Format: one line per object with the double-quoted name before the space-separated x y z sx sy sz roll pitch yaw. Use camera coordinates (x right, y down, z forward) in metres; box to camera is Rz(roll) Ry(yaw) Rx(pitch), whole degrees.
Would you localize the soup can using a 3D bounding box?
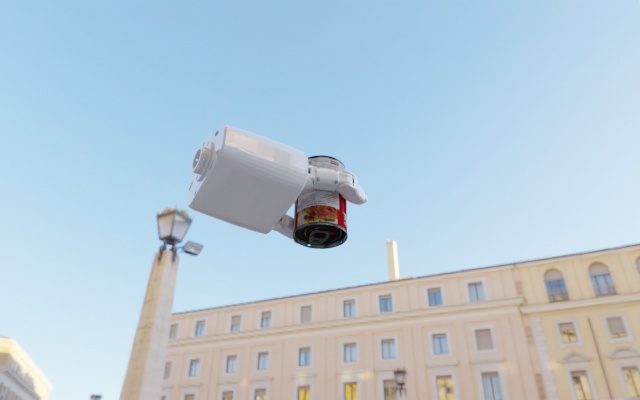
"soup can" 0.001 0.002 0.611 0.068 0.102 0.068 0 -31 0
